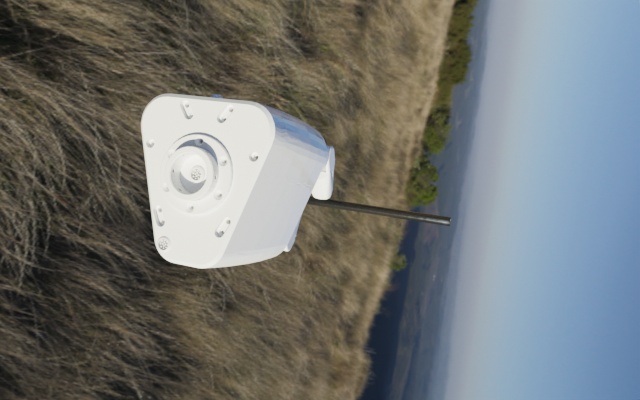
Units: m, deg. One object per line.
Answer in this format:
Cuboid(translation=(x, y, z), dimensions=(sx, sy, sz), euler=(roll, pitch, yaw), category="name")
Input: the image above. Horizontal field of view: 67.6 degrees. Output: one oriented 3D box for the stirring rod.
Cuboid(translation=(0.000, 0.002, 0.454), dimensions=(0.239, 0.011, 0.011), euler=(9, 2, 16), category="stirring rod")
